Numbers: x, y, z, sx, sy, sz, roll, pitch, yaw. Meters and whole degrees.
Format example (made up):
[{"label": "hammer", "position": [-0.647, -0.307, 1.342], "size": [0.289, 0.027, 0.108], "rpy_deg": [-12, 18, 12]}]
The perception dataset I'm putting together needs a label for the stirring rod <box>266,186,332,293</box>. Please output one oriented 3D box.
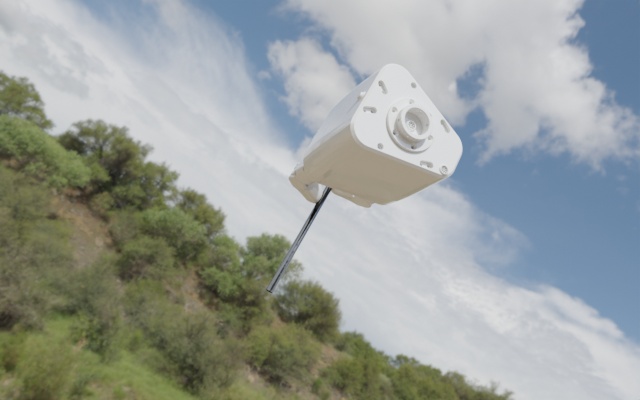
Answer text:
[{"label": "stirring rod", "position": [0.000, 0.002, 0.562], "size": [0.011, 0.239, 0.011], "rpy_deg": [25, -22, 11]}]
